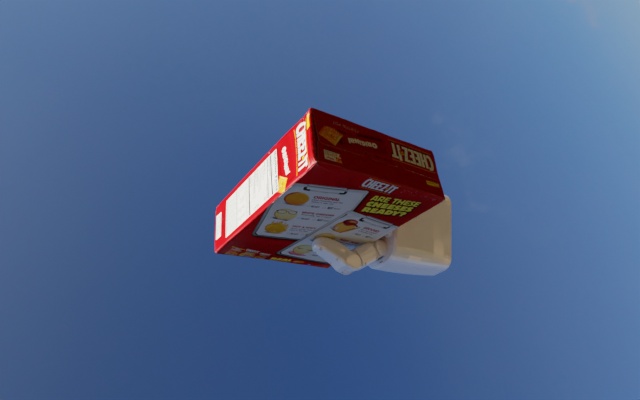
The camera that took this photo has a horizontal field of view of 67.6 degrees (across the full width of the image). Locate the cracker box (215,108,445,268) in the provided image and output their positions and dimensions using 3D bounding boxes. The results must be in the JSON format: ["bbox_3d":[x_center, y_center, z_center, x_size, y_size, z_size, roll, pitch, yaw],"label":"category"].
[{"bbox_3d":[0.000,0.002,0.534,0.164,0.072,0.214,13,-34,-33],"label":"cracker box"}]
